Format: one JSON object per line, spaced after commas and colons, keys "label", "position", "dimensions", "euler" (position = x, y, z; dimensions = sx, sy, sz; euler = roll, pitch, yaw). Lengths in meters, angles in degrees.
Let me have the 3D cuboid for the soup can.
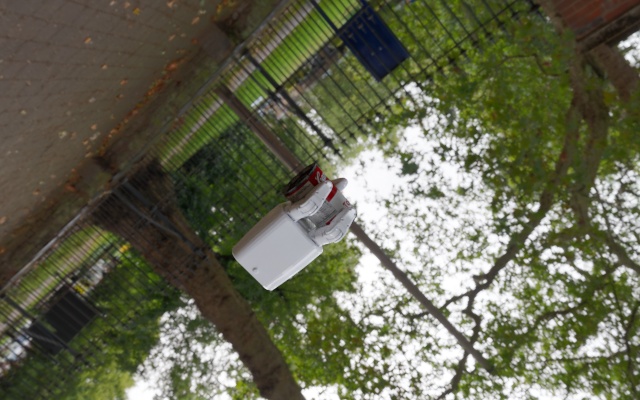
{"label": "soup can", "position": [0.001, 0.002, 0.733], "dimensions": [0.068, 0.102, 0.068], "euler": [-40, 14, 12]}
